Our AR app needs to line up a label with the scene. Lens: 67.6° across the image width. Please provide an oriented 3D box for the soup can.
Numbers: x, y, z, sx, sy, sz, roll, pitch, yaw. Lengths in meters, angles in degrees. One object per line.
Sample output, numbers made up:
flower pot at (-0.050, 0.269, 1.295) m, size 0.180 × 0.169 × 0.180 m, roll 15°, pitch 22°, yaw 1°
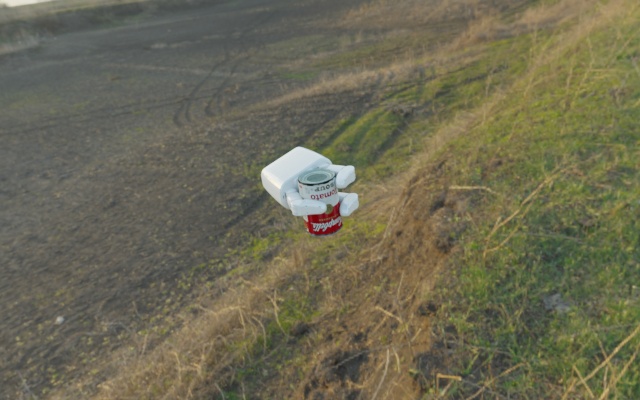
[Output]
soup can at (0.000, 0.003, 0.837) m, size 0.068 × 0.102 × 0.068 m, roll -7°, pitch 26°, yaw 3°
